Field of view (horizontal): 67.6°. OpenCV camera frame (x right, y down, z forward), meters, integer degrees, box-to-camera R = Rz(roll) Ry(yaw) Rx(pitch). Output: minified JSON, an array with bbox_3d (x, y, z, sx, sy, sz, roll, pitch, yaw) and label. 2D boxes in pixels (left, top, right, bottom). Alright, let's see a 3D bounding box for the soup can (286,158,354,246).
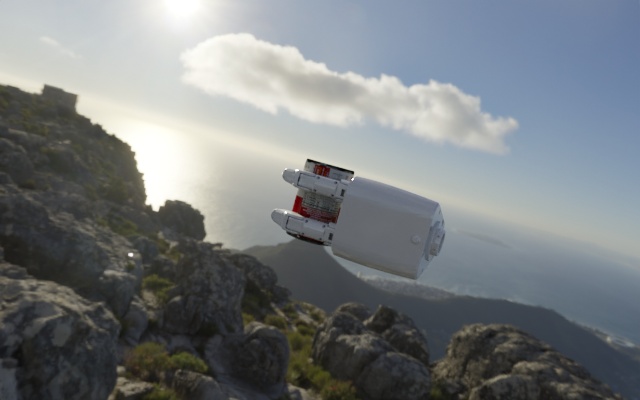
[{"bbox_3d":[0.000,0.002,0.628,0.068,0.102,0.068,15,5,-1],"label":"soup can"}]
